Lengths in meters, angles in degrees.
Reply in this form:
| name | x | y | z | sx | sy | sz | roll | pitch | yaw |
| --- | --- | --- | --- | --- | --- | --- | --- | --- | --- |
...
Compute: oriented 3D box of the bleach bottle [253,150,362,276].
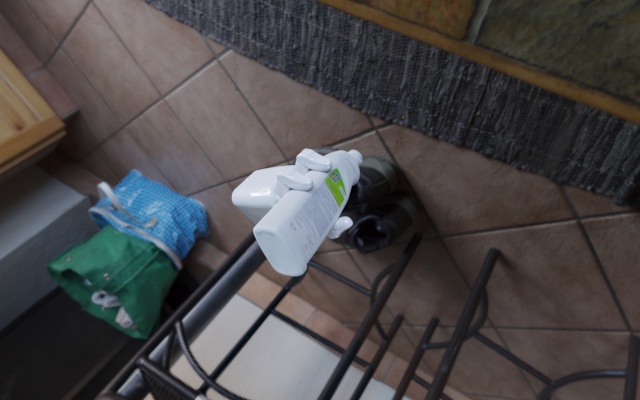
| name | x | y | z | sx | sy | sz | roll | pitch | yaw |
| --- | --- | --- | --- | --- | --- | --- | --- | --- | --- |
| bleach bottle | 0.000 | 0.003 | 0.783 | 0.068 | 0.103 | 0.250 | -1 | 36 | 42 |
